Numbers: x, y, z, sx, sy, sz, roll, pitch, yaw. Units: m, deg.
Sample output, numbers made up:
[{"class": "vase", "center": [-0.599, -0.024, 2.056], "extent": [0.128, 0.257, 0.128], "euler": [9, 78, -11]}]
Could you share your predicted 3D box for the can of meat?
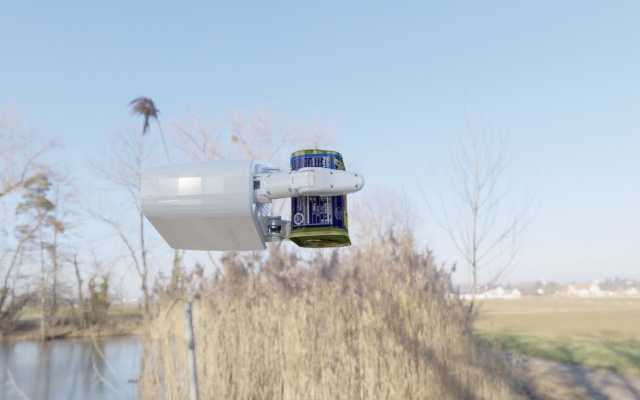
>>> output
[{"class": "can of meat", "center": [0.000, 0.001, 0.488], "extent": [0.057, 0.084, 0.102], "euler": [-3, -12, 6]}]
